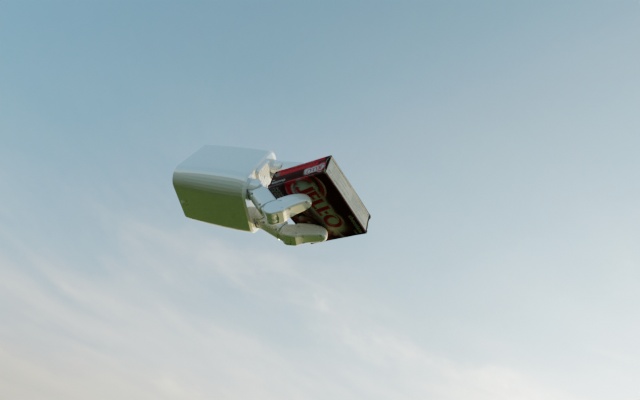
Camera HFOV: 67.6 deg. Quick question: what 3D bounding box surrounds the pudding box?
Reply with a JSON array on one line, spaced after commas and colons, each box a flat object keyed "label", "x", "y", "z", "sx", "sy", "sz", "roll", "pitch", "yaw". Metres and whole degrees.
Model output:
[{"label": "pudding box", "x": 0.000, "y": 0.002, "z": 0.618, "sx": 0.090, "sy": 0.039, "sz": 0.113, "roll": -13, "pitch": -51, "yaw": 33}]
